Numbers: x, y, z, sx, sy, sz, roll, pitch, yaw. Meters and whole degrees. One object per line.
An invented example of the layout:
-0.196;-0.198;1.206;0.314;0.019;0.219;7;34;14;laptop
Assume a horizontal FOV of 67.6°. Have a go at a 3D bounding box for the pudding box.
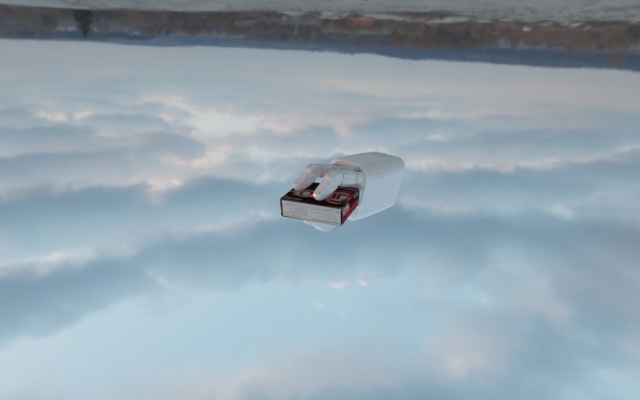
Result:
0.000;0.003;0.815;0.113;0.039;0.090;6;24;21;pudding box
